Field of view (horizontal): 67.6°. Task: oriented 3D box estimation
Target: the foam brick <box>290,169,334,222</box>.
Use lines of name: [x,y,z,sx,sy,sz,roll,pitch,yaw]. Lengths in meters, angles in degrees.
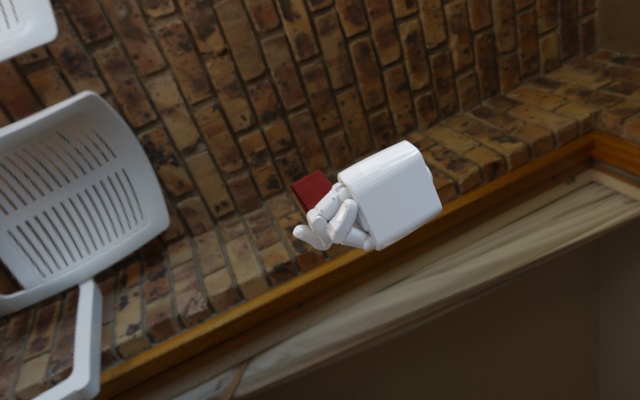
foam brick: [0.000,0.002,0.681,0.051,0.053,0.078,-32,38,-4]
